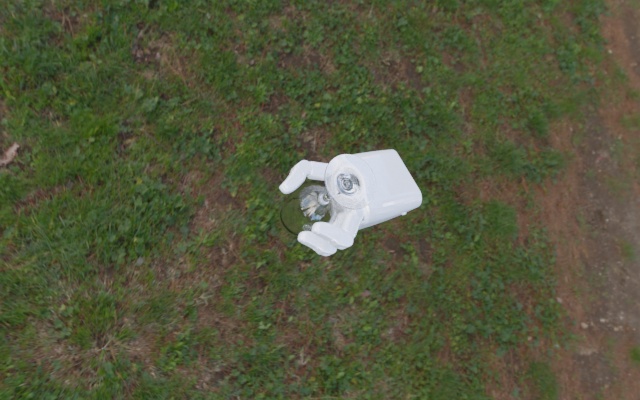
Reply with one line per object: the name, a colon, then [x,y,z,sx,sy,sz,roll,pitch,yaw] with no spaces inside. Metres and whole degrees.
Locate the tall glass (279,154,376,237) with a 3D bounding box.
tall glass: [0.000,0.002,0.696,0.079,0.079,0.201,0,-16,-25]
